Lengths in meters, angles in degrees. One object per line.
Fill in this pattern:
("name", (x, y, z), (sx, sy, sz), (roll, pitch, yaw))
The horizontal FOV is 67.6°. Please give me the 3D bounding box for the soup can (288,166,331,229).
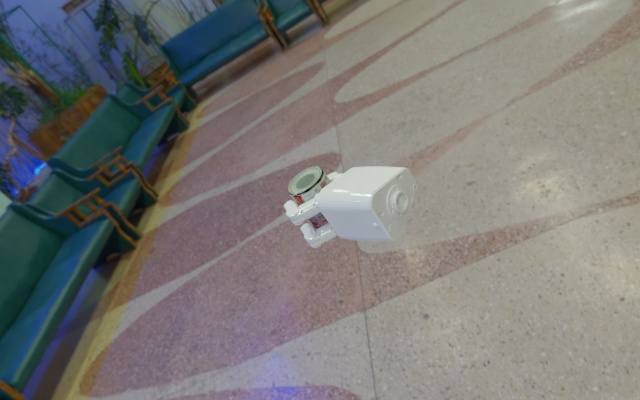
("soup can", (0.000, 0.002, 0.793), (0.068, 0.102, 0.068), (-26, 31, 17))
